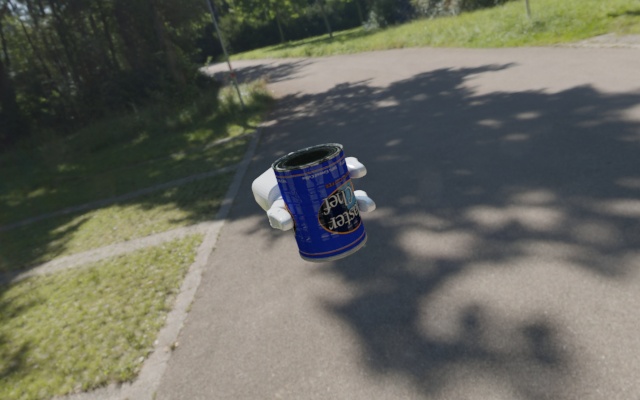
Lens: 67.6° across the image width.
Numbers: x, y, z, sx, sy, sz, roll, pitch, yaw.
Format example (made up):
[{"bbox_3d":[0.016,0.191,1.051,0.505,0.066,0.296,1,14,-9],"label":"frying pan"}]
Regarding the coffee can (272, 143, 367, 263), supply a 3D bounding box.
[{"bbox_3d":[0.000,0.002,0.677,0.103,0.140,0.102,-15,18,5],"label":"coffee can"}]
